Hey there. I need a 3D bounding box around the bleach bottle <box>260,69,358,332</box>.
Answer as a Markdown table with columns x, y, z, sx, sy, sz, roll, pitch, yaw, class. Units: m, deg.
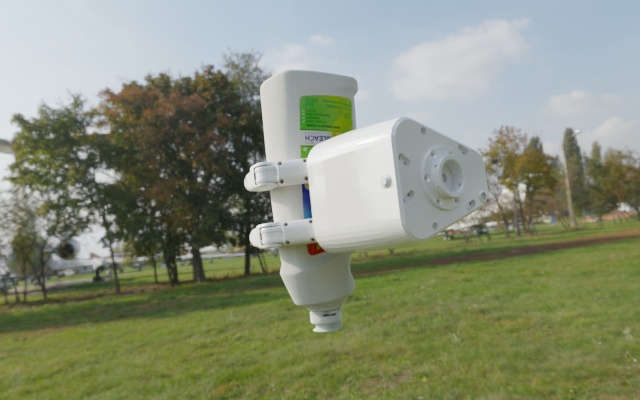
| x | y | z | sx | sy | sz | roll | pitch | yaw | class |
| --- | --- | --- | --- | --- | --- | --- | --- | --- | --- |
| 0.000 | 0.002 | 0.482 | 0.102 | 0.251 | 0.068 | -3 | -5 | -36 | bleach bottle |
